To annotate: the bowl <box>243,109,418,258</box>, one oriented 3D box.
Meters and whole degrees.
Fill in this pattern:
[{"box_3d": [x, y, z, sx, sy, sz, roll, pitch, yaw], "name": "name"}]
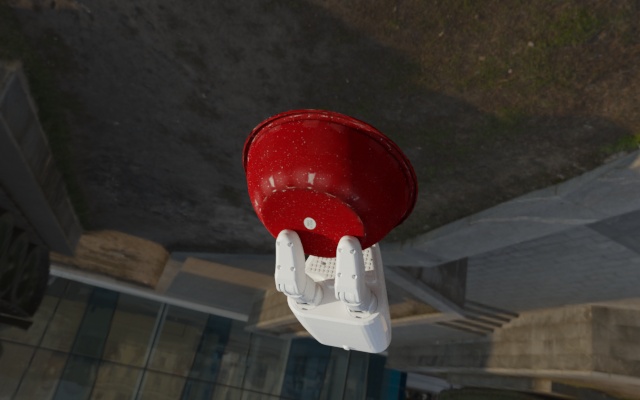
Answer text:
[{"box_3d": [-0.001, 0.001, 0.414, 0.162, 0.055, 0.162, 11, -40, 10], "name": "bowl"}]
